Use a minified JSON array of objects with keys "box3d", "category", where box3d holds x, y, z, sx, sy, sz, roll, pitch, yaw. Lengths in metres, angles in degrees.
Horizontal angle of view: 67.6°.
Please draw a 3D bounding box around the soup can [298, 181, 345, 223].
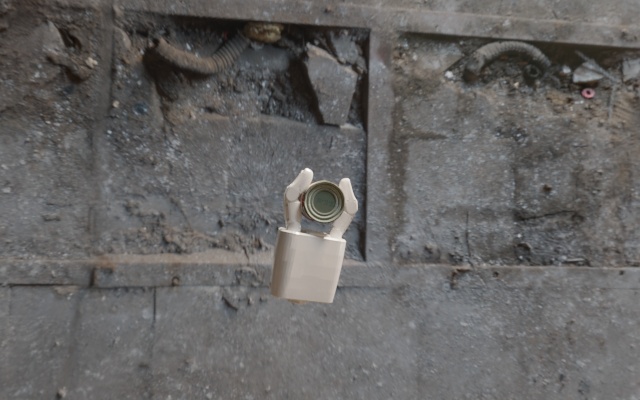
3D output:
[{"box3d":[0.000,0.002,0.785,0.068,0.068,0.102,0,0,-7],"category":"soup can"}]
